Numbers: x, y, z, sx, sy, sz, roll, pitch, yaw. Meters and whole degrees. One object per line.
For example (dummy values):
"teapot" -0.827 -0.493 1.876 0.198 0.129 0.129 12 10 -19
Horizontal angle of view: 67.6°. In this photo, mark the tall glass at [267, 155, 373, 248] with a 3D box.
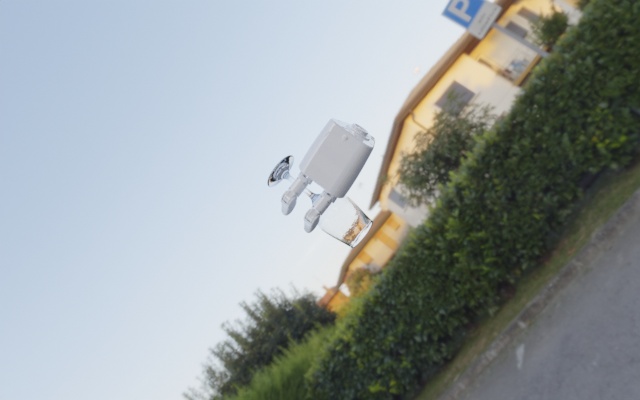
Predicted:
"tall glass" 0.000 0.003 0.884 0.201 0.079 0.079 38 11 14
